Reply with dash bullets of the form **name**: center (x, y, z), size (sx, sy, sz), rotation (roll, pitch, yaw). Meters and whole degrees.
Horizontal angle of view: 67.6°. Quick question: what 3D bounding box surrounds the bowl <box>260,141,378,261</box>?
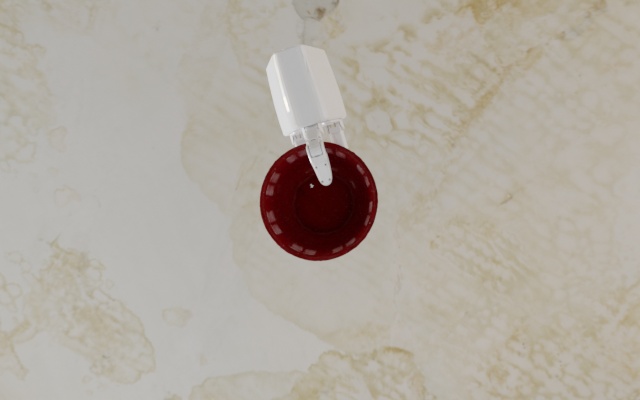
- **bowl**: center (0.000, 0.004, 0.666), size (0.162, 0.162, 0.055), rotation (0, -4, 9)
